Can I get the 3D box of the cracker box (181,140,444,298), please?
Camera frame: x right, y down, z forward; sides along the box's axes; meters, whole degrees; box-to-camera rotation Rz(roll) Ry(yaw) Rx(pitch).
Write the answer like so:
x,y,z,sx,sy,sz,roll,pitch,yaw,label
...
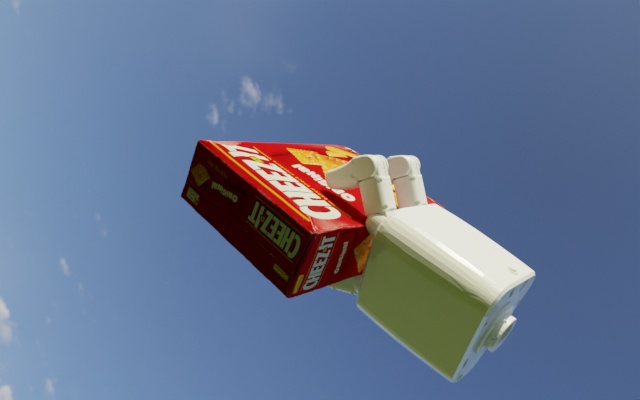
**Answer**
x,y,z,sx,sy,sz,roll,pitch,yaw,label
0.000,0.002,0.481,0.164,0.072,0.213,36,25,33,cracker box
